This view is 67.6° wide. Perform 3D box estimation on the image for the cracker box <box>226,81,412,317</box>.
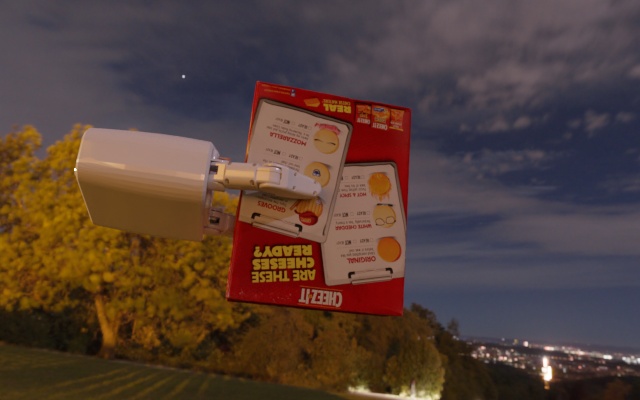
[{"bbox_3d":[0.000,0.001,0.482,0.164,0.213,0.072,8,-16,-10],"label":"cracker box"}]
